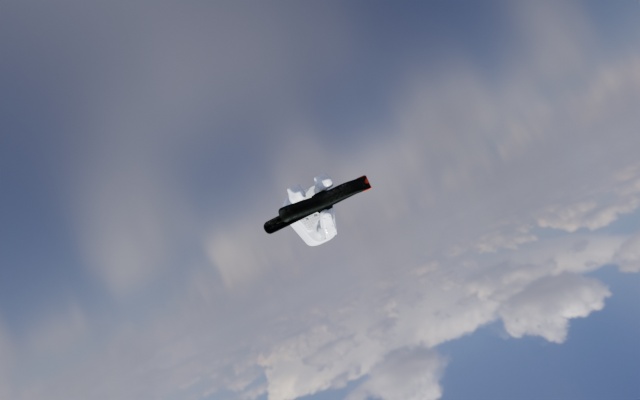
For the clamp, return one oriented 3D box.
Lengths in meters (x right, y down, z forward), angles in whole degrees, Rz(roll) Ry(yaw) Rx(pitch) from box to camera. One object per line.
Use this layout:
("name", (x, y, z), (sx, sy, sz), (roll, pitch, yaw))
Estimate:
("clamp", (0.001, 0.003, 0.852), (0.210, 0.036, 0.164), (-24, -3, -12))
